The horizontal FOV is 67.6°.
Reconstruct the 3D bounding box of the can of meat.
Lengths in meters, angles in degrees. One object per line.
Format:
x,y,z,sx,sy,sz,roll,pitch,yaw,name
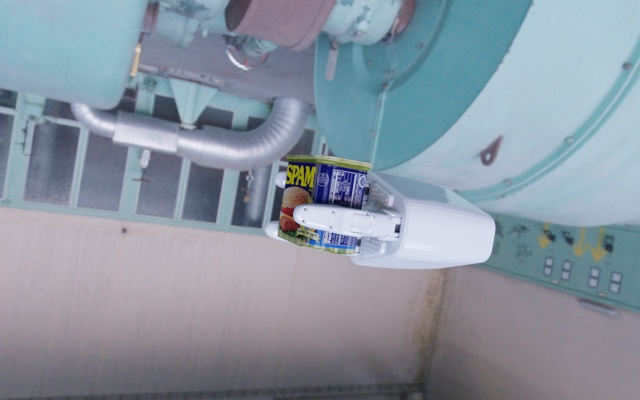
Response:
0.000,0.002,0.458,0.057,0.084,0.102,8,2,-26,can of meat
